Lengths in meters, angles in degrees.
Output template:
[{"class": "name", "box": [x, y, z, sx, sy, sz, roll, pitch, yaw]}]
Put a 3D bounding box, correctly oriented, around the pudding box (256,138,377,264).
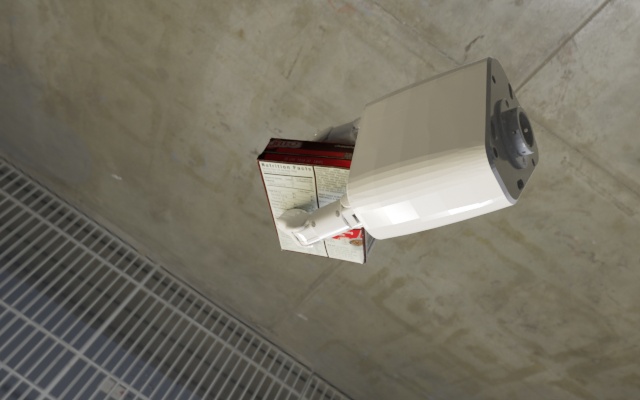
[{"class": "pudding box", "box": [0.000, 0.002, 0.425, 0.090, 0.114, 0.039, 8, 41, 20]}]
